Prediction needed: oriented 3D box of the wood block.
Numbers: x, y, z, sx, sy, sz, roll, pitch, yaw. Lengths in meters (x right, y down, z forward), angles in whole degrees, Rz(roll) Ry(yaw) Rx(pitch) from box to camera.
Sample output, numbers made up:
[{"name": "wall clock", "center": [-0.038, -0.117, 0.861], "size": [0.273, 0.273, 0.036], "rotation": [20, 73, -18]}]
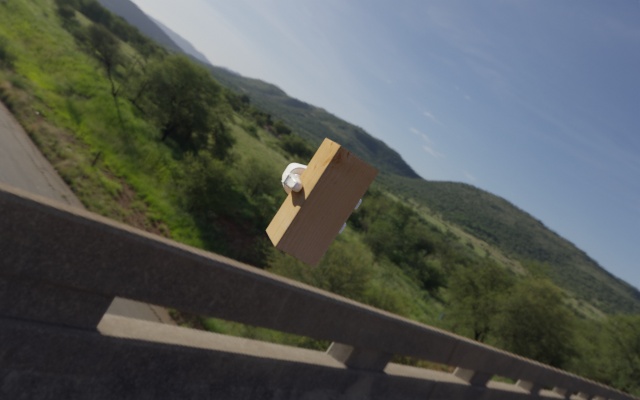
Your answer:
[{"name": "wood block", "center": [0.000, 0.002, 0.860], "size": [0.091, 0.206, 0.090], "rotation": [31, 6, -23]}]
